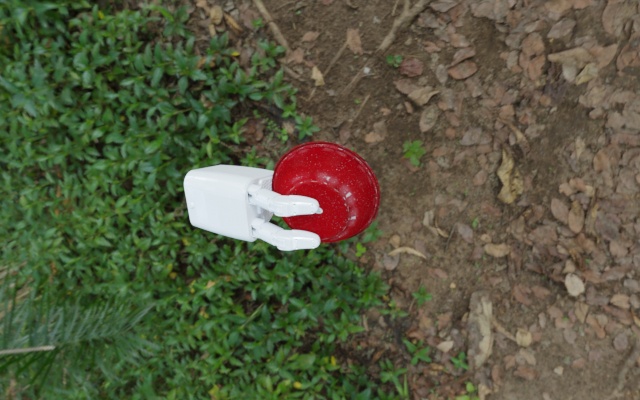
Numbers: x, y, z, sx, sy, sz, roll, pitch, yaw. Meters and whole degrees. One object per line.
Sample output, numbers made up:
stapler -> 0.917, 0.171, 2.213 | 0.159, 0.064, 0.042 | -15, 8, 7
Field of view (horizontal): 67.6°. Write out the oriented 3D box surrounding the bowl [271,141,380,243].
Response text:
bowl -> 0.001, 0.002, 0.666 | 0.162, 0.162, 0.055 | 0, 28, 15
